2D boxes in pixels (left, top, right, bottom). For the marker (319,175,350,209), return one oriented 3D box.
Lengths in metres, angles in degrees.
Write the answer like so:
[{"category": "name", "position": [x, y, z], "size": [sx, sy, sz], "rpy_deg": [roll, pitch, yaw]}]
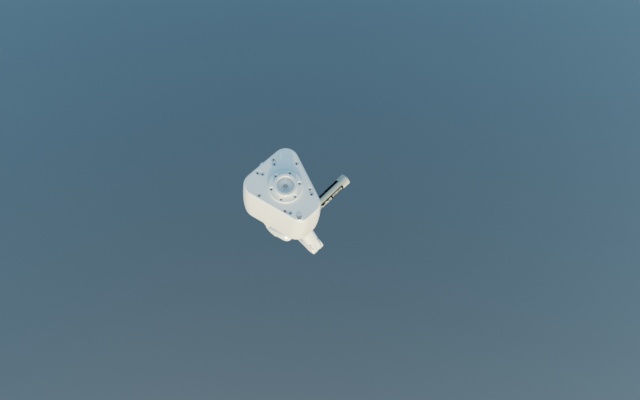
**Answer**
[{"category": "marker", "position": [0.000, 0.003, 0.792], "size": [0.121, 0.020, 0.020], "rpy_deg": [-43, 13, -15]}]
